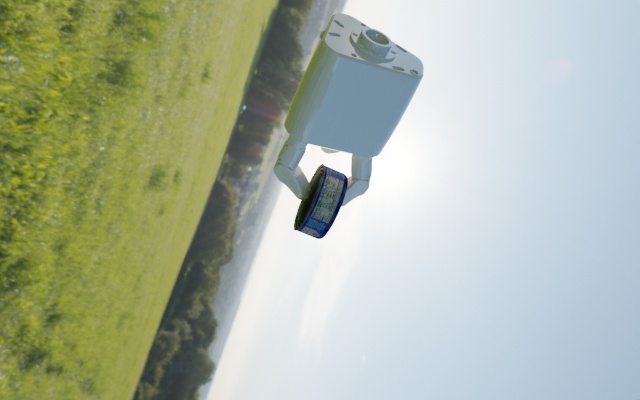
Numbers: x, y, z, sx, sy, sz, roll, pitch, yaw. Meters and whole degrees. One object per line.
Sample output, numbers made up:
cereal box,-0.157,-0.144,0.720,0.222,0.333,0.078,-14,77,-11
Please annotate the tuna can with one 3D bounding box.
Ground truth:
tuna can,0.001,0.002,0.568,0.034,0.086,0.086,23,-4,-10
